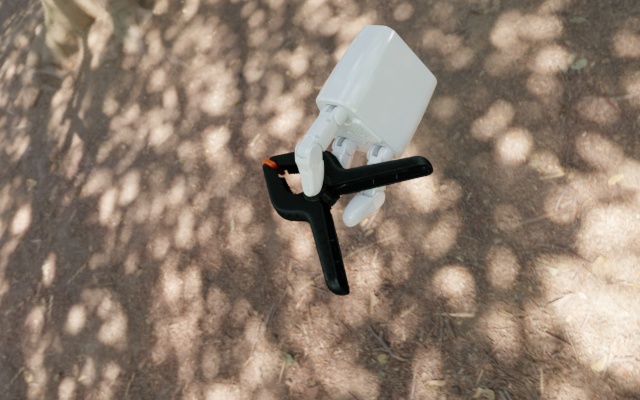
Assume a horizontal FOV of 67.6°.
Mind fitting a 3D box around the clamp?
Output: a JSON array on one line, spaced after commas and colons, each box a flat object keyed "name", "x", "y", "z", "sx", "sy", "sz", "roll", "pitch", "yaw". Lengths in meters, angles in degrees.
[{"name": "clamp", "x": -0.001, "y": 0.001, "z": 0.532, "sx": 0.210, "sy": 0.164, "sz": 0.036, "roll": 20, "pitch": -17, "yaw": 40}]
